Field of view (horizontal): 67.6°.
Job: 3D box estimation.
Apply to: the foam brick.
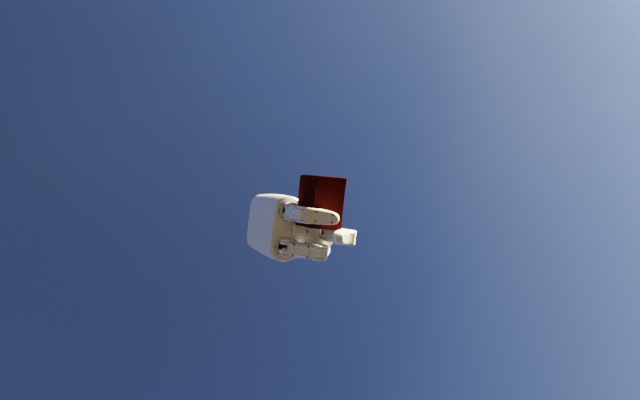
[{"bbox_3d":[0.000,0.002,0.701,0.053,0.078,0.051,6,1,-31],"label":"foam brick"}]
